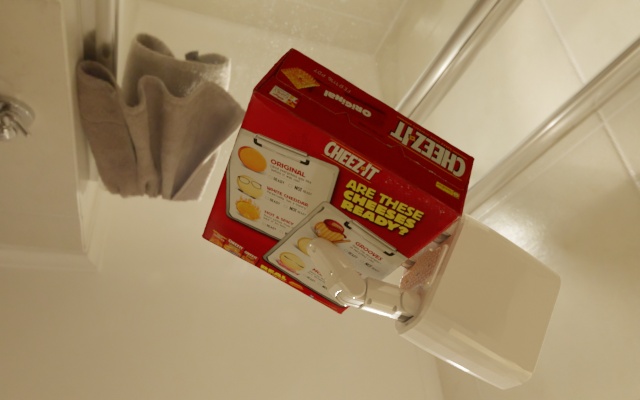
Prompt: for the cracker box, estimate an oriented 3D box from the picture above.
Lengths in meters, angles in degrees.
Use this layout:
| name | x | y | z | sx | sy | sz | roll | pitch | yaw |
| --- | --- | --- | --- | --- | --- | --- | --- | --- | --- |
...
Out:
| name | x | y | z | sx | sy | sz | roll | pitch | yaw |
| --- | --- | --- | --- | --- | --- | --- | --- | --- | --- |
| cracker box | 0.000 | 0.002 | 0.415 | 0.164 | 0.072 | 0.214 | 30 | -38 | -4 |
